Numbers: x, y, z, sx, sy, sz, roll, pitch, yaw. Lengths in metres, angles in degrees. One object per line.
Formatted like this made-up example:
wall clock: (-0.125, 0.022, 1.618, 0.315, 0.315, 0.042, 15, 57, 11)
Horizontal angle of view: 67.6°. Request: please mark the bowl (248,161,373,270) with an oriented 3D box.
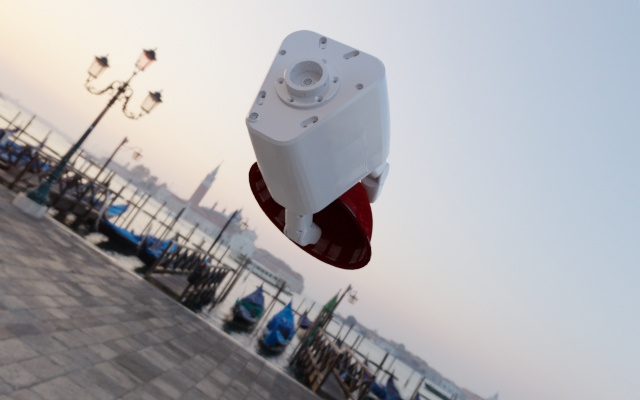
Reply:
bowl: (0.000, 0.002, 0.521, 0.162, 0.162, 0.055, 0, 42, 51)
